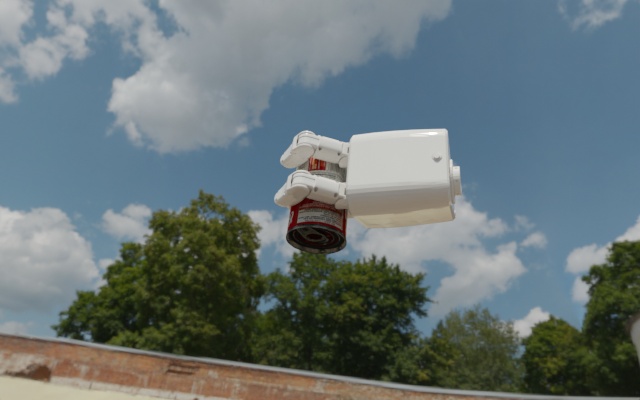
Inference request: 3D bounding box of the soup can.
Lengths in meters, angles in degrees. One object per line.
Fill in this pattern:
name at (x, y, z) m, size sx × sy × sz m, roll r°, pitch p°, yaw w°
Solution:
soup can at (0.000, 0.002, 0.554) m, size 0.068 × 0.102 × 0.068 m, roll 5°, pitch -30°, yaw 3°
